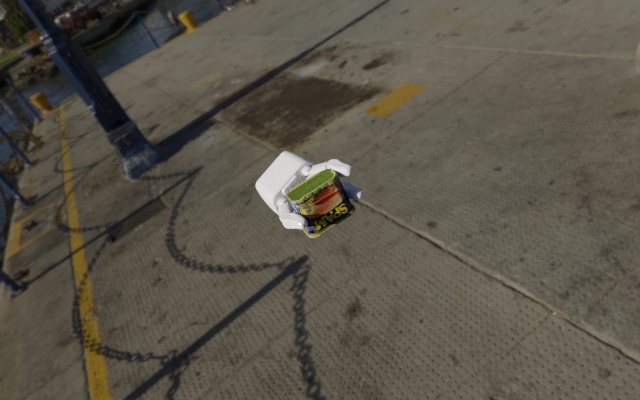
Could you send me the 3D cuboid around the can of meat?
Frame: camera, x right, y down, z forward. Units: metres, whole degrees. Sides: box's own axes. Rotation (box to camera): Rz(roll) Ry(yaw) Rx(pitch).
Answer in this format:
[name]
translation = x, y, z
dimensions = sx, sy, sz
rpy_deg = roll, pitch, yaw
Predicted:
[can of meat]
translation = 0.000, 0.003, 0.858
dimensions = 0.102, 0.084, 0.057
rpy_deg = -32, 30, -9
